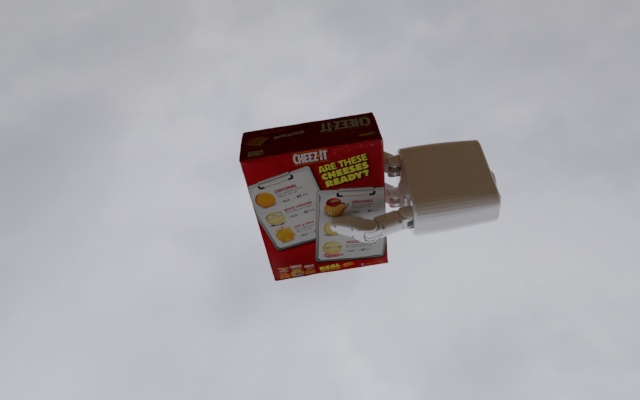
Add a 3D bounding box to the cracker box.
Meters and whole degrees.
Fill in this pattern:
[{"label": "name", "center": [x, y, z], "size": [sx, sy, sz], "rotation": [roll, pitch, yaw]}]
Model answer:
[{"label": "cracker box", "center": [0.000, 0.002, 0.621], "size": [0.164, 0.214, 0.072], "rotation": [-9, 41, 1]}]
